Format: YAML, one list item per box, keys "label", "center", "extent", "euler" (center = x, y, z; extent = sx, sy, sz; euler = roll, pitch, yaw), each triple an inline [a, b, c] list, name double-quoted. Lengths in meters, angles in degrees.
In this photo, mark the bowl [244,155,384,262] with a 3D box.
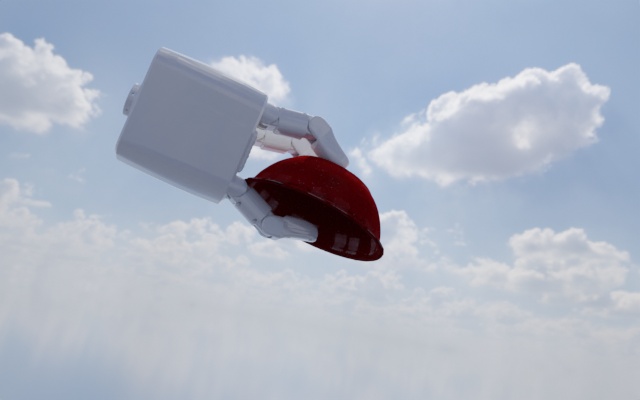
- label: "bowl"
  center: [0.001, 0.002, 0.494]
  extent: [0.162, 0.055, 0.162]
  euler: [24, -20, 9]
